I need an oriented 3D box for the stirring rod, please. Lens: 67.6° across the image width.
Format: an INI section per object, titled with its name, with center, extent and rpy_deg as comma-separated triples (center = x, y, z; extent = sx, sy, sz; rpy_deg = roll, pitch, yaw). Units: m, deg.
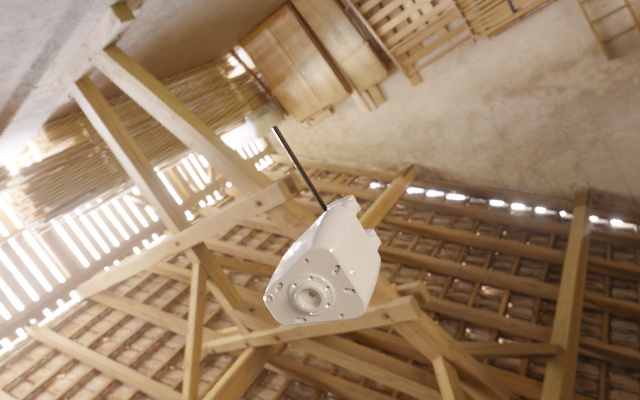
[stirring rod]
center = 0.000, 0.002, 0.657
extent = 0.011, 0.239, 0.011
rpy_deg = -30, 11, 6
